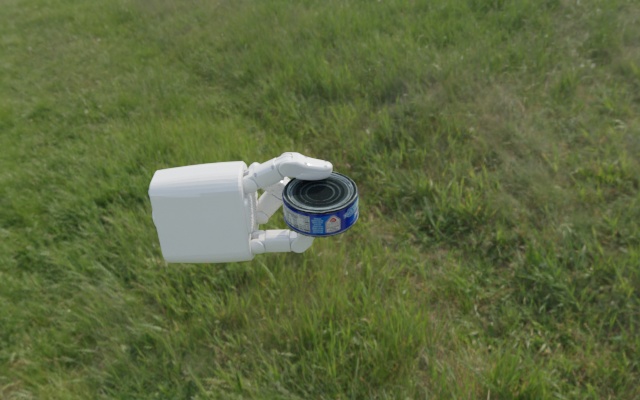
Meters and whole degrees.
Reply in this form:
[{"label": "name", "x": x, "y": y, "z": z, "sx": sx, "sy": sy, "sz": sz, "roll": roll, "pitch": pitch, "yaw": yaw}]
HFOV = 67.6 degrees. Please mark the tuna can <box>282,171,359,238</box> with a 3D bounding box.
[{"label": "tuna can", "x": 0.000, "y": 0.001, "z": 0.534, "sx": 0.086, "sy": 0.034, "sz": 0.086, "roll": -1, "pitch": 35, "yaw": 1}]
